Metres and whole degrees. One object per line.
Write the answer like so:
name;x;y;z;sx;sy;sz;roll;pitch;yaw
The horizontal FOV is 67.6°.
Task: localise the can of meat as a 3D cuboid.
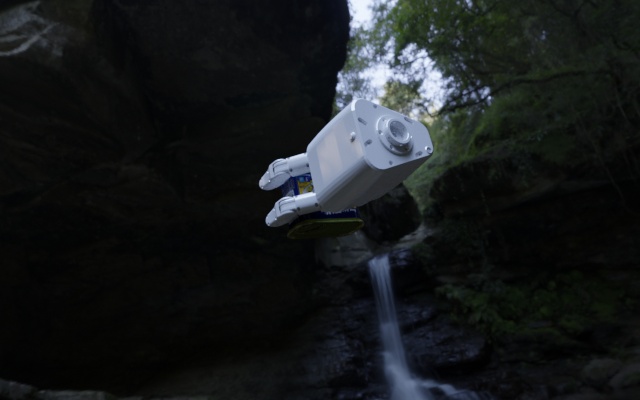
can of meat;0.000;0.002;0.641;0.102;0.084;0.057;-1;-23;-27
